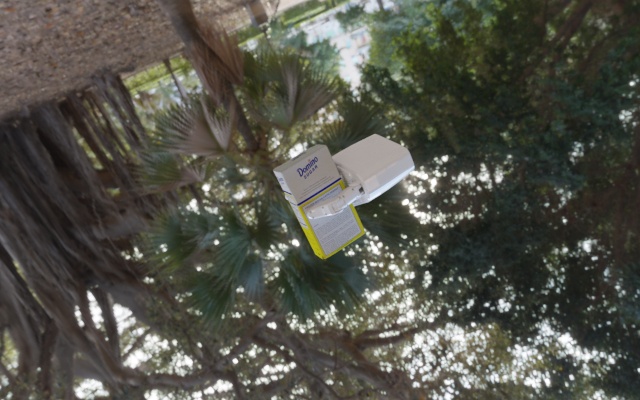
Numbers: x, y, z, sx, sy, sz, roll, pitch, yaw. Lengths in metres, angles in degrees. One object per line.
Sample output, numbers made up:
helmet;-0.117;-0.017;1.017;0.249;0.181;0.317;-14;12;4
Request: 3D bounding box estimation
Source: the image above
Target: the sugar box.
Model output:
sugar box;0.000;0.003;0.812;0.093;0.176;0.048;-32;20;-18
